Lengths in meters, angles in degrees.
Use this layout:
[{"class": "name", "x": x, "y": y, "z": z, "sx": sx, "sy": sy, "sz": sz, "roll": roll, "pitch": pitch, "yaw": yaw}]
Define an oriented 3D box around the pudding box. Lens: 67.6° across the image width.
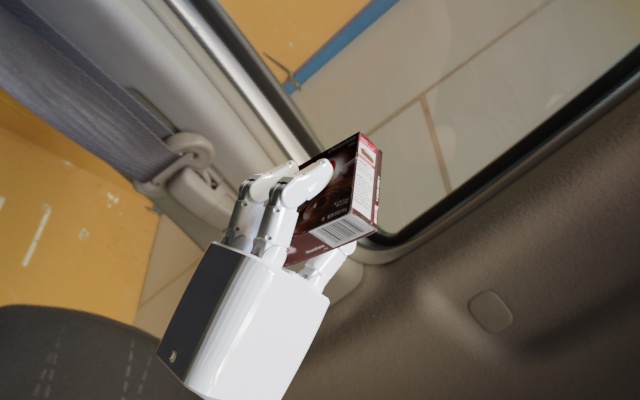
[{"class": "pudding box", "x": 0.000, "y": 0.002, "z": 0.427, "sx": 0.113, "sy": 0.090, "sz": 0.039, "roll": -24, "pitch": -47, "yaw": 36}]
